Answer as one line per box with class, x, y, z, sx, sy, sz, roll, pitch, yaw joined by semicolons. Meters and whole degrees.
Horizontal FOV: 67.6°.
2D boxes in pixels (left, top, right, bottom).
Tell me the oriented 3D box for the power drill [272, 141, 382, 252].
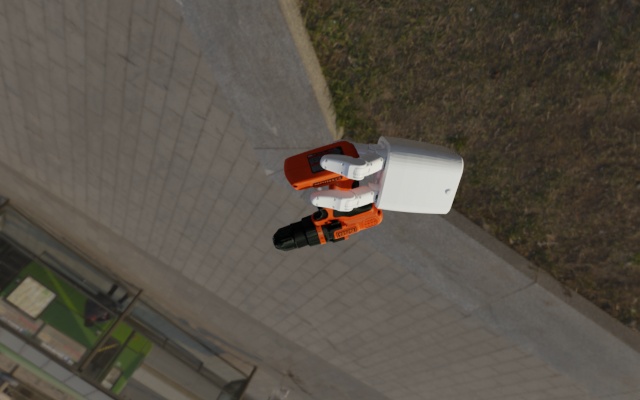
power drill;0.000;0.002;0.726;0.184;0.057;0.188;-19;-35;-3
